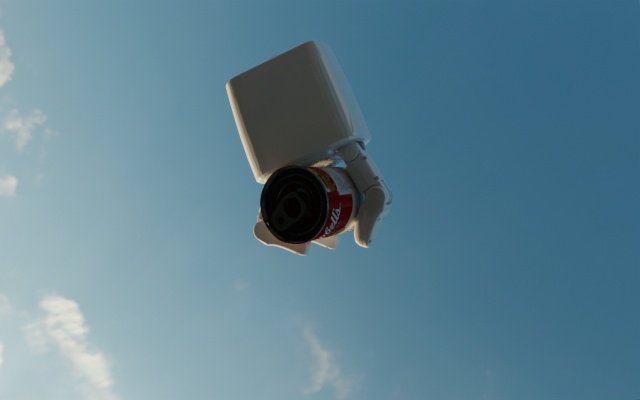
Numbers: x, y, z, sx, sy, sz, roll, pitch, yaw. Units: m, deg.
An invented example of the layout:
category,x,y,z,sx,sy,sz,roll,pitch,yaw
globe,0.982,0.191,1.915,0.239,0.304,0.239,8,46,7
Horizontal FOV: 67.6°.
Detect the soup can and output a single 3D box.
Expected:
category,x,y,z,sx,sy,sz,roll,pitch,yaw
soup can,0.000,0.002,0.449,0.068,0.068,0.102,0,3,28
